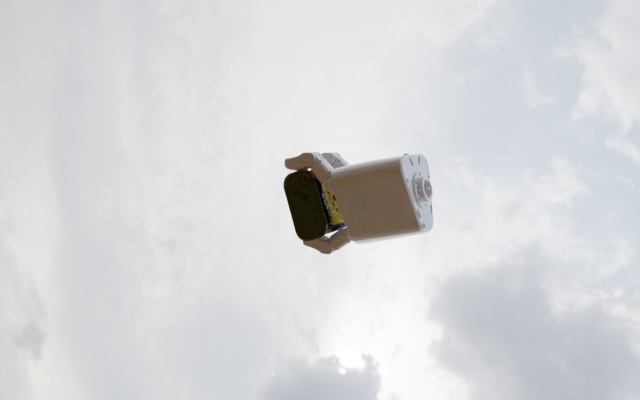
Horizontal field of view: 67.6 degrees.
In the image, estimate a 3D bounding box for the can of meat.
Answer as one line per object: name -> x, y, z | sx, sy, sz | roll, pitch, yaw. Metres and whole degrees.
can of meat -> 0.000, 0.002, 0.712 | 0.057, 0.102, 0.084 | -17, -2, 35
